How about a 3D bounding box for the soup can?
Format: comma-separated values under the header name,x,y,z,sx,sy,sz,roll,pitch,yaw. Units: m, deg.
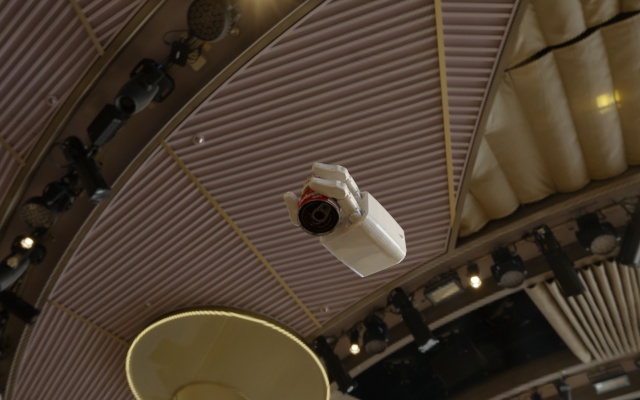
name,x,y,z,sx,sy,sz,roll,pitch,yaw
soup can,0.000,0.002,0.792,0.068,0.068,0.102,0,31,5
